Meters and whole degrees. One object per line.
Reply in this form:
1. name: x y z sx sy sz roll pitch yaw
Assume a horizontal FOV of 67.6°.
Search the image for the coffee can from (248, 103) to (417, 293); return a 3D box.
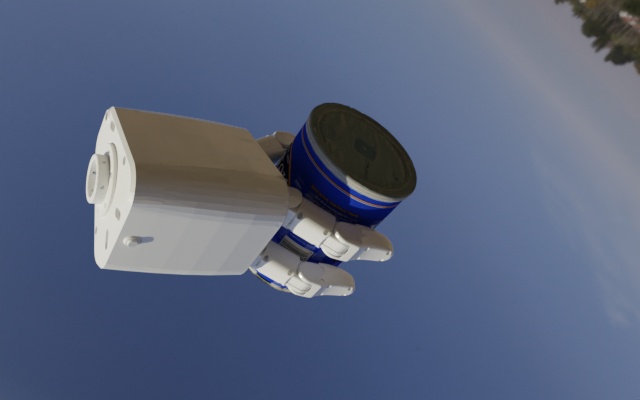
1. coffee can: 0.000 0.001 0.418 0.103 0.102 0.140 0 -39 -41
